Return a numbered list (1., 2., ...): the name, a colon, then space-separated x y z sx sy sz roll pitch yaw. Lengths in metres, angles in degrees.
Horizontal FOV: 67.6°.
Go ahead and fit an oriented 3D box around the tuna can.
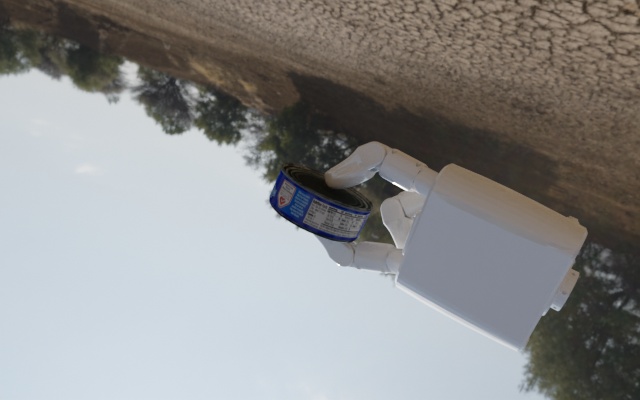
1. tuna can: 0.000 0.002 0.410 0.086 0.034 0.086 24 14 -6
